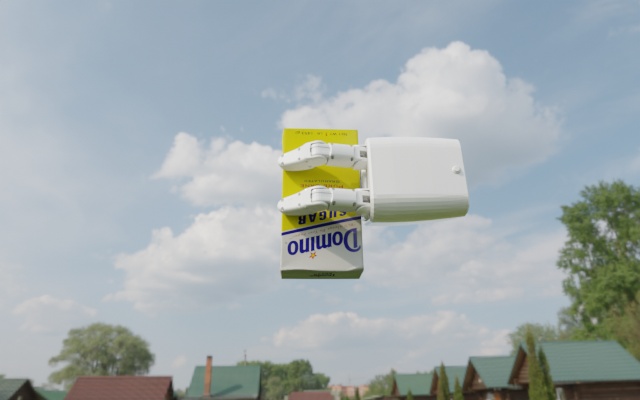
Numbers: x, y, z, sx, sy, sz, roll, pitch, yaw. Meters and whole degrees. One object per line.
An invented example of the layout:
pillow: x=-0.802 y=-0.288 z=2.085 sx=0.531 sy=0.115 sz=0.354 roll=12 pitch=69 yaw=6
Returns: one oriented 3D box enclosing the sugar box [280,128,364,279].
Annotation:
sugar box: x=0.000 y=0.002 z=0.558 sx=0.093 sy=0.176 sz=0.048 roll=0 pitch=-24 yaw=-3
